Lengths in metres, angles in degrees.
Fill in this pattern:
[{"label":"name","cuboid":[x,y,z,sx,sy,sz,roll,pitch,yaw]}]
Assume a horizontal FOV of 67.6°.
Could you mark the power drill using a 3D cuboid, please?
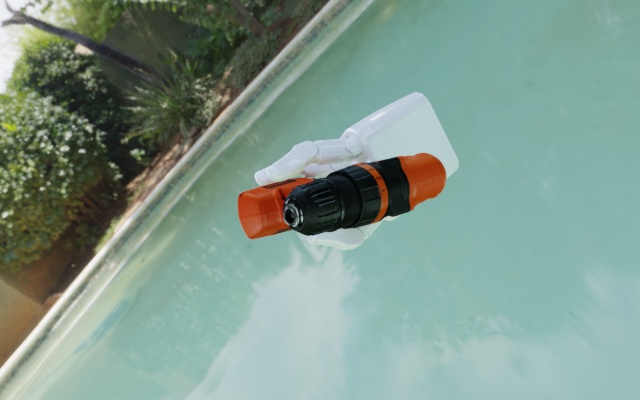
[{"label":"power drill","cuboid":[0.000,0.001,0.459,0.184,0.057,0.187,-13,3,-41]}]
